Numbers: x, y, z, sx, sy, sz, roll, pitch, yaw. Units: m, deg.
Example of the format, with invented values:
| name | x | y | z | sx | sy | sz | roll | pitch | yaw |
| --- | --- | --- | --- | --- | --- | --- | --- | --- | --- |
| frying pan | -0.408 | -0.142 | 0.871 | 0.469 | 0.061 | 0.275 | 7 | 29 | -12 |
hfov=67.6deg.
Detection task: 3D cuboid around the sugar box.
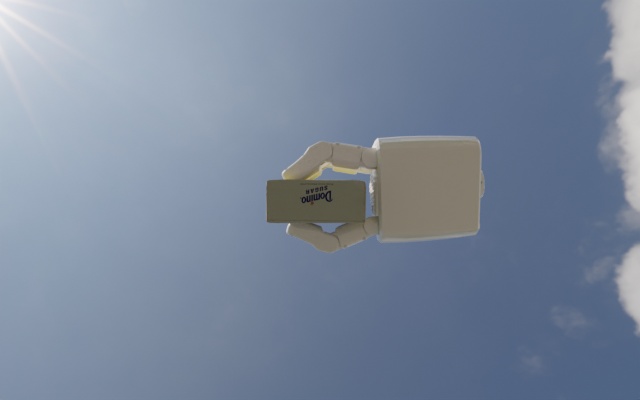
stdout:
| name | x | y | z | sx | sy | sz | roll | pitch | yaw |
| --- | --- | --- | --- | --- | --- | --- | --- | --- | --- |
| sugar box | 0.000 | 0.001 | 0.516 | 0.093 | 0.048 | 0.176 | 0 | -3 | 2 |
